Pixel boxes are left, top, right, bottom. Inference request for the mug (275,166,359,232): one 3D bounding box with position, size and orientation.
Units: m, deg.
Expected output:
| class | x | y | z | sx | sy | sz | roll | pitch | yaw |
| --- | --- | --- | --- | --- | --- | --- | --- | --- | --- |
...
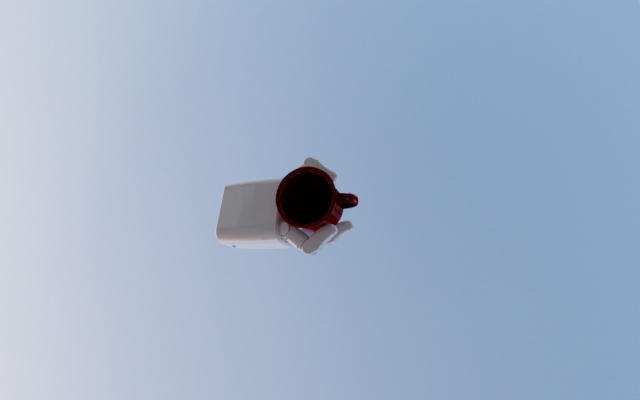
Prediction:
| class | x | y | z | sx | sy | sz | roll | pitch | yaw |
| --- | --- | --- | --- | --- | --- | --- | --- | --- | --- |
| mug | 0.002 | 0.002 | 0.727 | 0.117 | 0.093 | 0.081 | -6 | -14 | 15 |
